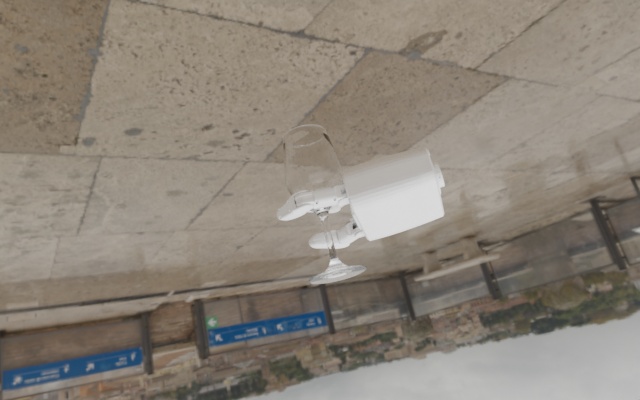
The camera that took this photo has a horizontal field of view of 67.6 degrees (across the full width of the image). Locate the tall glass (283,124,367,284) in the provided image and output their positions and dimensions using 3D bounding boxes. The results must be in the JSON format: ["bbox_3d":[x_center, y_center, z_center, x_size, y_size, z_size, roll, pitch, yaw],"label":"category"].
[{"bbox_3d":[0.000,0.003,0.626,0.079,0.201,0.079,-12,-19,-4],"label":"tall glass"}]
